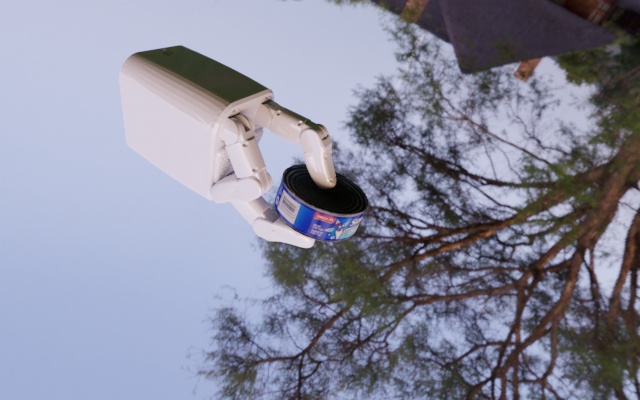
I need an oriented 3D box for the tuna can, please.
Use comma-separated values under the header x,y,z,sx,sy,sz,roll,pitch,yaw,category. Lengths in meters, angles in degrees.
x,y,z,sx,sy,sz,roll,pitch,yaw,category
0.000,0.002,0.456,0.086,0.034,0.086,17,28,-9,tuna can
